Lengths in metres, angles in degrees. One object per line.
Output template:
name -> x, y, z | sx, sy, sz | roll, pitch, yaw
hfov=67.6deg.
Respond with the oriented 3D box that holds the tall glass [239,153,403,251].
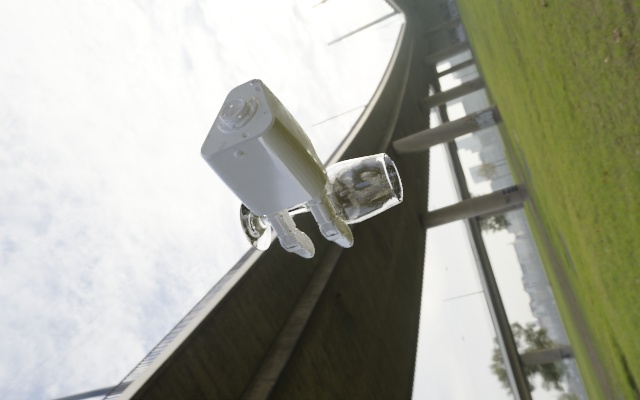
tall glass -> 0.000, 0.002, 0.606 | 0.201, 0.079, 0.079 | -19, -7, 21
